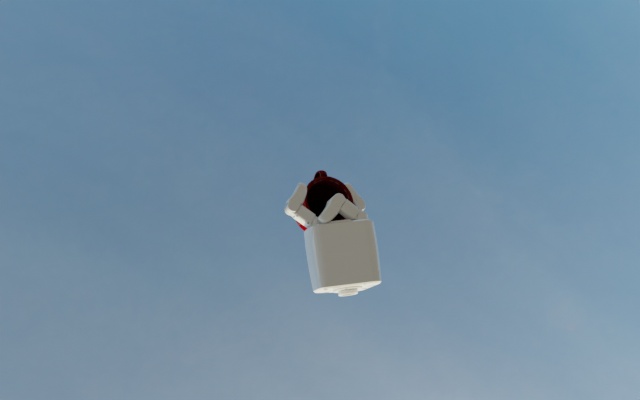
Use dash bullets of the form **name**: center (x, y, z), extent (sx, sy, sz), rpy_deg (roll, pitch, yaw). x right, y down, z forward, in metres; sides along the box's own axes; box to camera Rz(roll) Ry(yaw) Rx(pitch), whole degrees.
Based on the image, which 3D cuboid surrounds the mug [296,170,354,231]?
- **mug**: center (0.000, 0.002, 0.871), extent (0.093, 0.117, 0.081), rpy_deg (1, -21, -21)
